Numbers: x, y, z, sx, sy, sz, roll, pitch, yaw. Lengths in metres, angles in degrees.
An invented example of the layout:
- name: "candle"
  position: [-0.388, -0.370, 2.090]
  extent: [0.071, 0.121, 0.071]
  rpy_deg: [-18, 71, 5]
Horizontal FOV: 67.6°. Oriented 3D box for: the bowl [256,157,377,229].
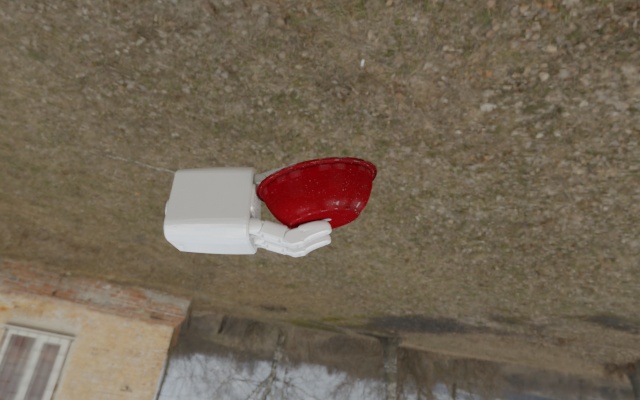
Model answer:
- name: "bowl"
  position: [0.001, 0.002, 0.620]
  extent: [0.162, 0.055, 0.162]
  rpy_deg: [-10, -19, -3]
